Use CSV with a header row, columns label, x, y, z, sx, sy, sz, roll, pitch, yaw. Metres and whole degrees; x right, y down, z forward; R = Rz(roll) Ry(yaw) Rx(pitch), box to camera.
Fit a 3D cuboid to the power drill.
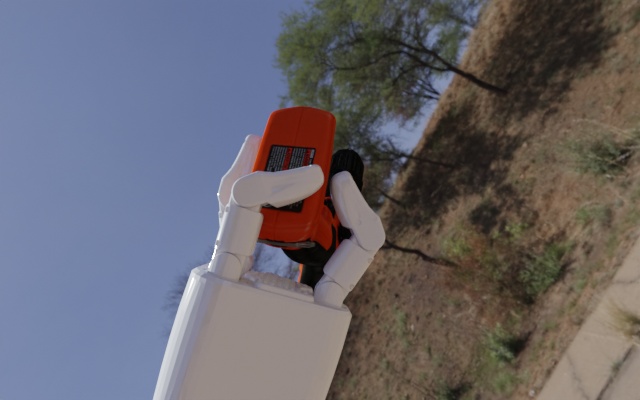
label,x,y,z,sx,sy,sz,roll,pitch,yaw
power drill,0.000,0.001,0.421,0.057,0.184,0.188,3,-24,16
